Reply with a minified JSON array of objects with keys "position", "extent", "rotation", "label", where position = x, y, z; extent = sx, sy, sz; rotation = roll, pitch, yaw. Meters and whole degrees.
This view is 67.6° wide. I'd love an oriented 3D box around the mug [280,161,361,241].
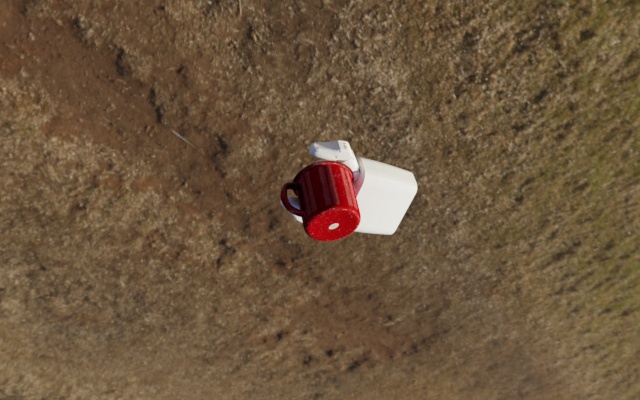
[{"position":[-0.001,0.002,0.675],"extent":[0.117,0.081,0.093],"rotation":[9,-42,-26],"label":"mug"}]
